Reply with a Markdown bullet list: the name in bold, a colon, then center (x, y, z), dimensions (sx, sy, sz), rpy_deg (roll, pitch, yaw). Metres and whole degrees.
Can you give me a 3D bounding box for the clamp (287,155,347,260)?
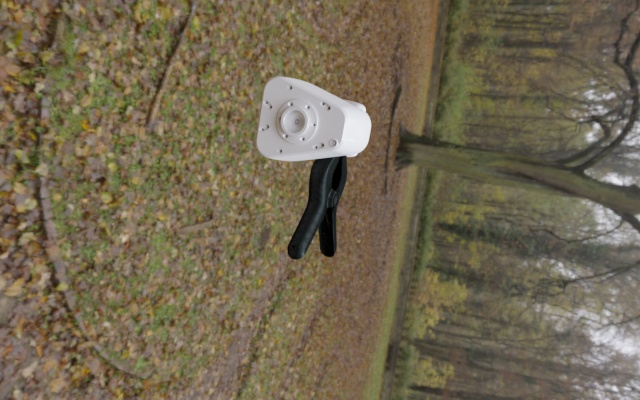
- **clamp**: center (0.001, 0.002, 0.639), dimensions (0.039, 0.171, 0.120), rpy_deg (9, 8, 20)
